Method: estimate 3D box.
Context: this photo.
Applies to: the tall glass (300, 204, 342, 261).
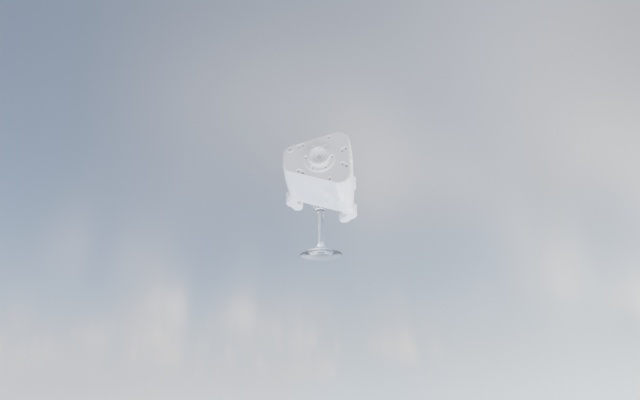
[{"bbox_3d":[0.000,0.004,0.869,0.079,0.201,0.079,-1,-22,0],"label":"tall glass"}]
